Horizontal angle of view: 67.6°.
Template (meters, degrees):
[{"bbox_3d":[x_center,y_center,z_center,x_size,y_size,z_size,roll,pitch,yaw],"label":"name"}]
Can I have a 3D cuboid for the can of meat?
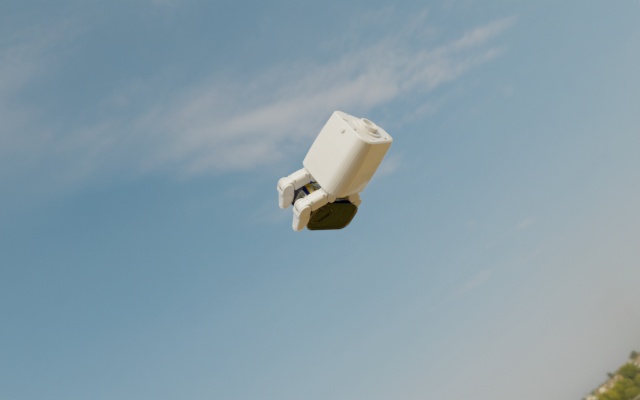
[{"bbox_3d":[0.000,0.003,0.831,0.102,0.057,0.084,1,40,-43],"label":"can of meat"}]
